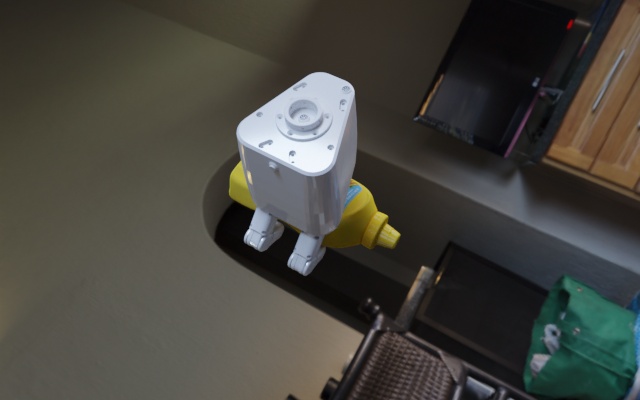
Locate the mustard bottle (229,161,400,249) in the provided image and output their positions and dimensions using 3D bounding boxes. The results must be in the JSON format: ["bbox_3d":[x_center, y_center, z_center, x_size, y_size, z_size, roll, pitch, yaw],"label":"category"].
[{"bbox_3d":[0.000,0.002,0.536,0.191,0.058,0.096,27,40,16],"label":"mustard bottle"}]
